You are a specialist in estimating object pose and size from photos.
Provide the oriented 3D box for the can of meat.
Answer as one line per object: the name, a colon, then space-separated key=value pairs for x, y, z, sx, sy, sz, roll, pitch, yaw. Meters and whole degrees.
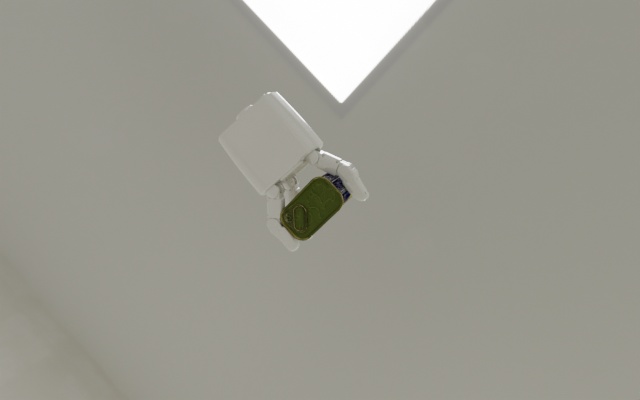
can of meat: x=0.000 y=0.002 z=0.708 sx=0.102 sy=0.057 sz=0.084 roll=-45 pitch=-3 yaw=25
